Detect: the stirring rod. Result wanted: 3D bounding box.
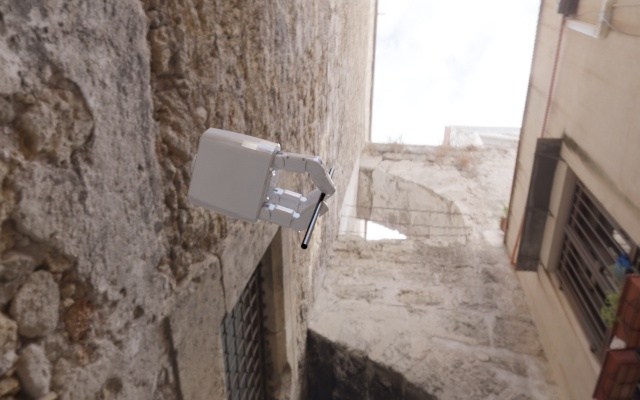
[{"bbox_3d":[0.000,0.002,0.655,0.011,0.011,0.239,0,25,10],"label":"stirring rod"}]
